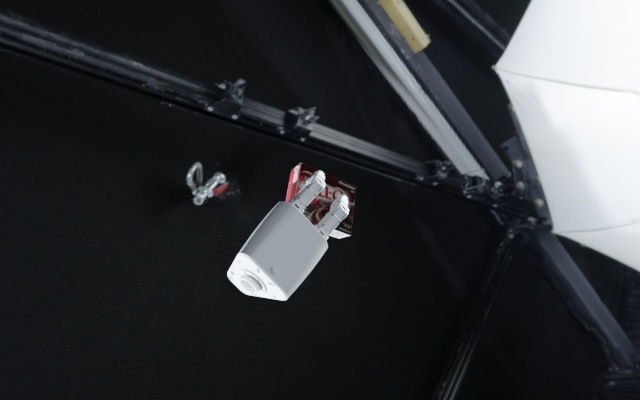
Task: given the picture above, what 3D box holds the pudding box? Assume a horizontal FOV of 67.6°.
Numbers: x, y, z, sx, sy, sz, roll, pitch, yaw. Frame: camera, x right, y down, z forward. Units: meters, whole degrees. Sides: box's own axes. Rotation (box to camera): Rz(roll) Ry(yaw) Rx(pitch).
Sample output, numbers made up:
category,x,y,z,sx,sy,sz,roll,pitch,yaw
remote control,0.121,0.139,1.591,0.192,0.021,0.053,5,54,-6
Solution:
category,x,y,z,sx,sy,sz,roll,pitch,yaw
pudding box,0.000,0.003,0.765,0.113,0.090,0.039,23,-28,-29
